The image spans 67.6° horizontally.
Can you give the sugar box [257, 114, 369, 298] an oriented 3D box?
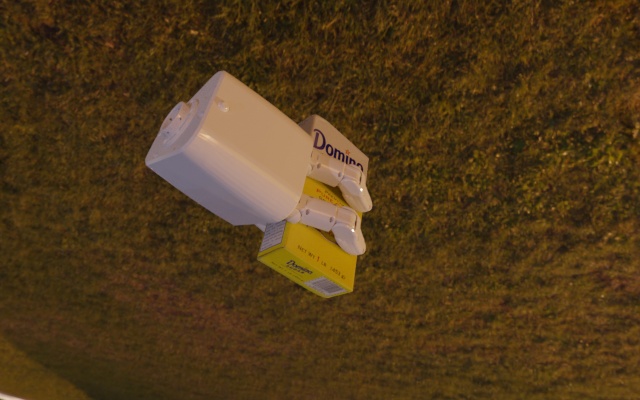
[{"bbox_3d":[0.000,0.001,0.494,0.048,0.176,0.093,-24,-48,40],"label":"sugar box"}]
